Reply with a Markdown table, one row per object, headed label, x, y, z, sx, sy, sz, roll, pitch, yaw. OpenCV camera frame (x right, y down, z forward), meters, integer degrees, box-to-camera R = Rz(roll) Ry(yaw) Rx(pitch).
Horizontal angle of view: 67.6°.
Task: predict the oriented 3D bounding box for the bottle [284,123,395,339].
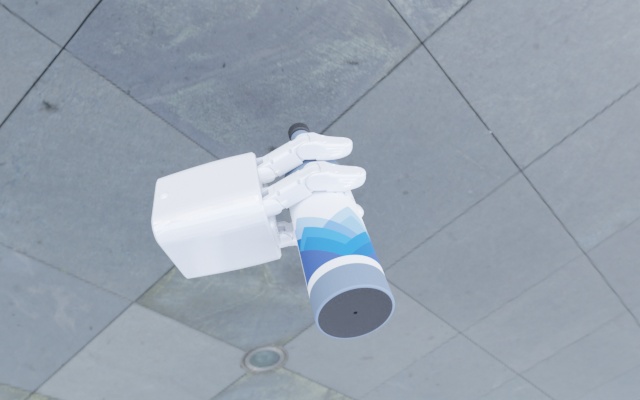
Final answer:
| label | x | y | z | sx | sy | sz | roll | pitch | yaw |
| --- | --- | --- | --- | --- | --- | --- | --- | --- | --- |
| bottle | 0.000 | 0.002 | 0.496 | 0.069 | 0.069 | 0.295 | 0 | 37 | -14 |
